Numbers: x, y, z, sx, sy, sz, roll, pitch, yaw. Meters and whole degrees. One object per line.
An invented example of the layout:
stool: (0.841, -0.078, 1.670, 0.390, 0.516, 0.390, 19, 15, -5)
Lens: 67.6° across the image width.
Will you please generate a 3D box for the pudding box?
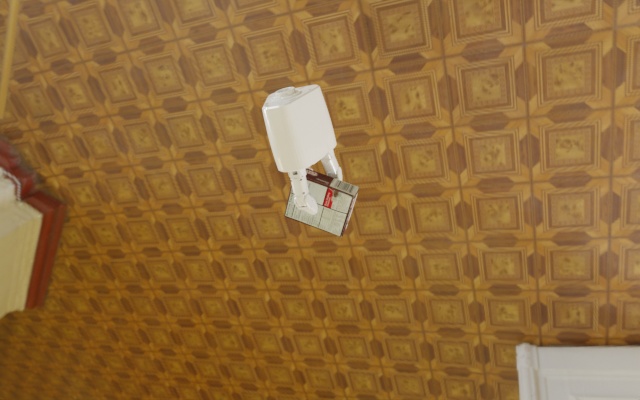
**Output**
pudding box: (0.000, 0.003, 0.825, 0.113, 0.090, 0.039, 21, 33, 9)
